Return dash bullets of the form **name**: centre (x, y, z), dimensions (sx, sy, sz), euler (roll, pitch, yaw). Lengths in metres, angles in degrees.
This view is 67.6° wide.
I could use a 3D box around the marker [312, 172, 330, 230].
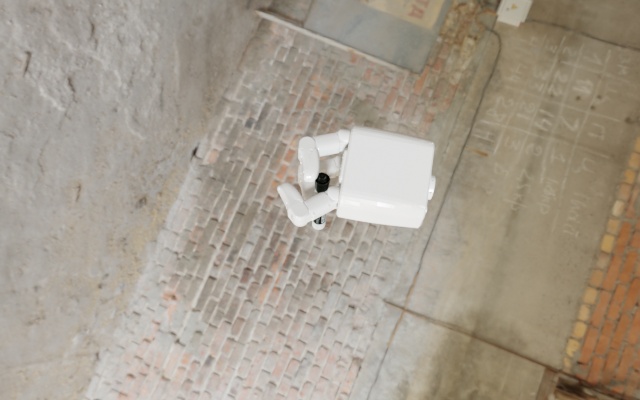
- **marker**: centre (0.000, 0.002, 0.620), dimensions (0.020, 0.020, 0.121), euler (0, -31, -3)
